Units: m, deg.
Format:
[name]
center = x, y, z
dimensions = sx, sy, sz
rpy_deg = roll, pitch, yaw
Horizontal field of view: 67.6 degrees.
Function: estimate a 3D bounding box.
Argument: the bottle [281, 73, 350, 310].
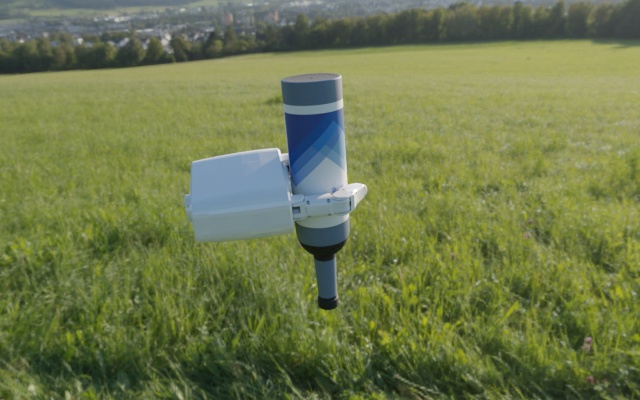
[bottle]
center = 0.000, 0.002, 0.575
dimensions = 0.069, 0.296, 0.069
rpy_deg = -4, 22, 2
